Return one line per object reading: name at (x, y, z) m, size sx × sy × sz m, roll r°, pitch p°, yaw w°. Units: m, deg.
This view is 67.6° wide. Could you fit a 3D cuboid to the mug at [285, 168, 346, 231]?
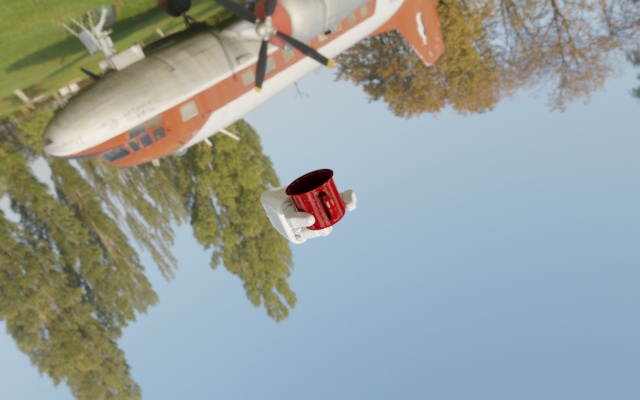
mug at (0.001, 0.003, 0.848) m, size 0.093 × 0.081 × 0.117 m, roll -31°, pitch 24°, yaw -16°
